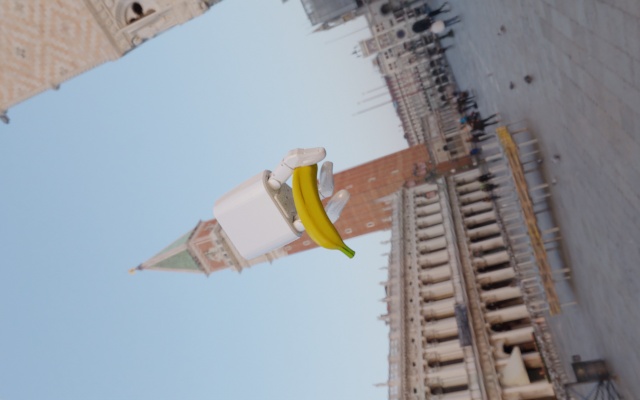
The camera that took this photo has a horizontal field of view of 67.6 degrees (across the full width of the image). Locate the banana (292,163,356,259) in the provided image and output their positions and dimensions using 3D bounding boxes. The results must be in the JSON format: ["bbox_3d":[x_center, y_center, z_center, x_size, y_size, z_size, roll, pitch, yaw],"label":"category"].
[{"bbox_3d":[-0.010,-0.001,0.687,0.037,0.197,0.070,-36,-39,22],"label":"banana"}]
